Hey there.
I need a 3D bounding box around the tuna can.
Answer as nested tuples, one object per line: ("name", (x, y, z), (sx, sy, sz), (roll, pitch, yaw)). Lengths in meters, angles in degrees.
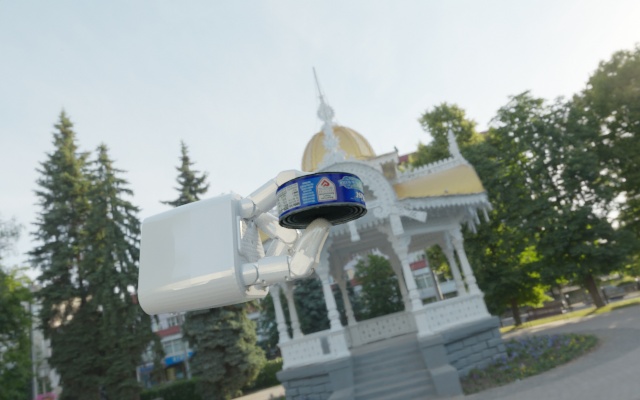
("tuna can", (0.000, 0.001, 0.460), (0.086, 0.033, 0.086), (-8, -15, -2))
